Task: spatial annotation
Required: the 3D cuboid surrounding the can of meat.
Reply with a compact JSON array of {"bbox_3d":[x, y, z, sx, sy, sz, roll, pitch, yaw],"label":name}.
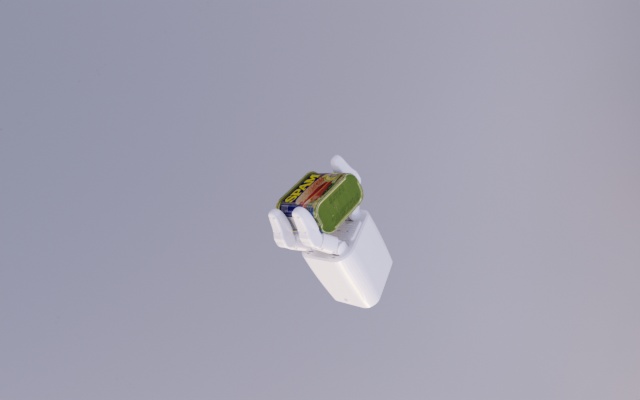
[{"bbox_3d":[0.000,0.002,0.686,0.084,0.057,0.102,3,39,47],"label":"can of meat"}]
